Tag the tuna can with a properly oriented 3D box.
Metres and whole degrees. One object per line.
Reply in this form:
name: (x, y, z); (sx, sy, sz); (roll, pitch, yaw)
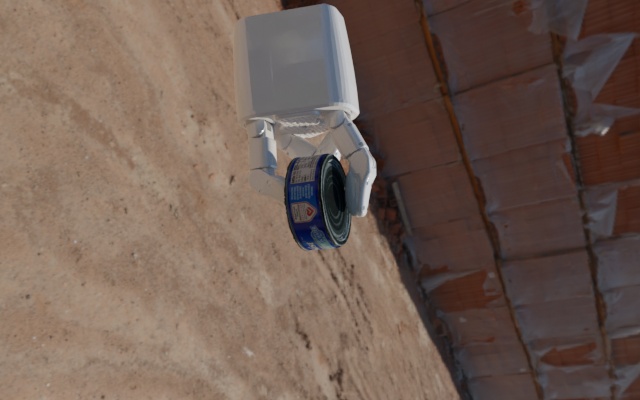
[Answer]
tuna can: (0.001, 0.001, 0.428); (0.034, 0.086, 0.086); (-7, -2, 20)
